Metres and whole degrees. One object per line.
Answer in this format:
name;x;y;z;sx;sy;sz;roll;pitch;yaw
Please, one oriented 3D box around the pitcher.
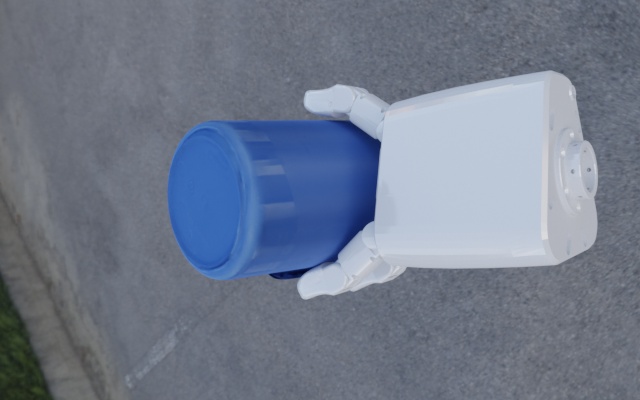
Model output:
pitcher;0.000;0.001;0.406;0.145;0.149;0.243;-4;1;44
